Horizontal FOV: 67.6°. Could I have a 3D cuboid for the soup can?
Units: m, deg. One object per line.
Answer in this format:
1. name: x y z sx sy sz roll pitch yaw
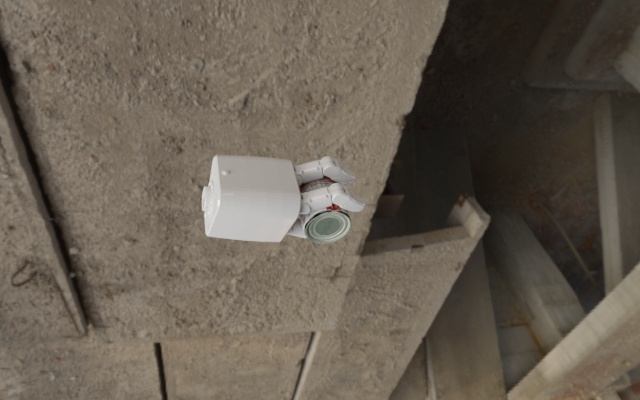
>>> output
1. soup can: 0.001 0.003 0.683 0.068 0.102 0.069 -9 -43 -8
